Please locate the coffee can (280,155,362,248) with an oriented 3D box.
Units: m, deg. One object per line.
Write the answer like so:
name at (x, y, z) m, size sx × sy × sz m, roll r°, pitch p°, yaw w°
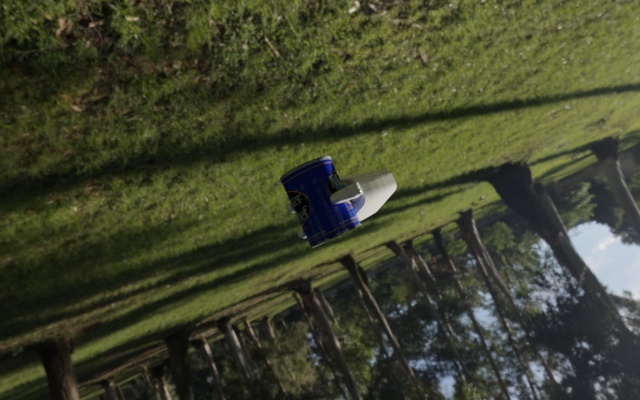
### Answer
coffee can at (0.000, 0.003, 0.875) m, size 0.103 × 0.140 × 0.103 m, roll -24°, pitch -5°, yaw -2°
